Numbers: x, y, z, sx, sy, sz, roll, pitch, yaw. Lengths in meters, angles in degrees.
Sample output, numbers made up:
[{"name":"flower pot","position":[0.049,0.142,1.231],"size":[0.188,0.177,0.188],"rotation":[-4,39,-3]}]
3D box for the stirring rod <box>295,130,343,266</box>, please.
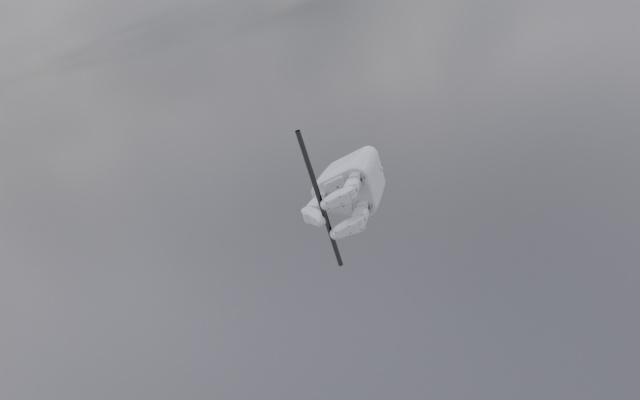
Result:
[{"name":"stirring rod","position":[0.000,0.003,0.748],"size":[0.011,0.240,0.011],"rotation":[-15,24,7]}]
